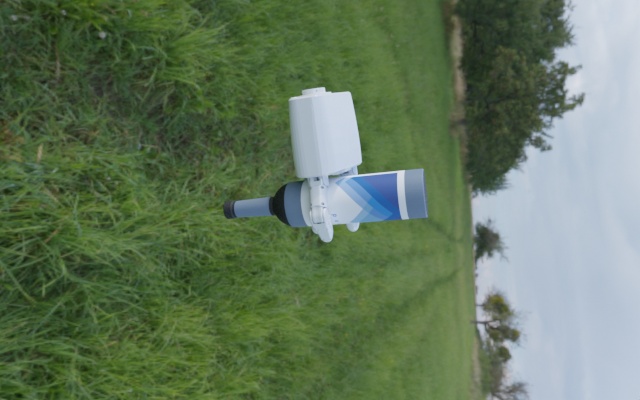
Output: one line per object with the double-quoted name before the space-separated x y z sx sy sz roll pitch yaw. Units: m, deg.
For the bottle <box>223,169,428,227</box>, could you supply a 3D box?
"bottle" 0.000 0.002 0.682 0.296 0.069 0.069 -5 -1 16
